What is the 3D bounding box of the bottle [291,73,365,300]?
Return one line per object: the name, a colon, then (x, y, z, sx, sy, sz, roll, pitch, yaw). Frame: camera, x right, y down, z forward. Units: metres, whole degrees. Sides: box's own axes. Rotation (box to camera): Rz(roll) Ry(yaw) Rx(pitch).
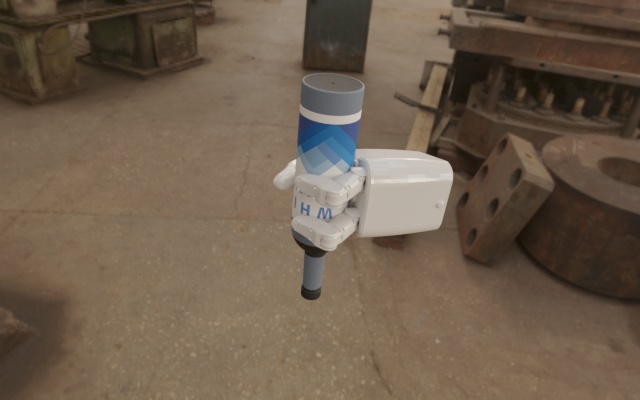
bottle: (0.000, 0.002, 0.576, 0.069, 0.296, 0.069, 5, 31, -3)
